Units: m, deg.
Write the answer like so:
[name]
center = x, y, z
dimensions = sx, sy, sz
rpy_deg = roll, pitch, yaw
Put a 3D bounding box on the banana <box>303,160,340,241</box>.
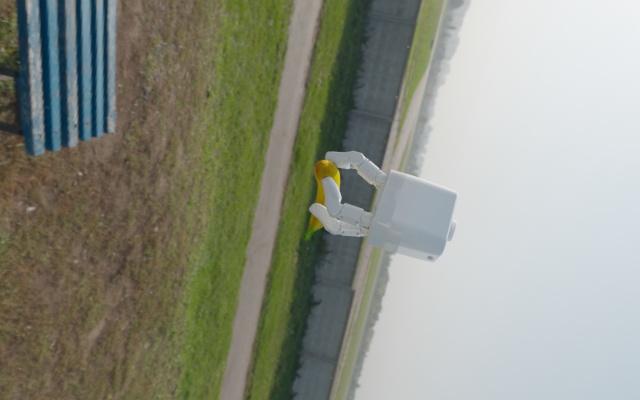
[banana]
center = 0.007, -0.008, 0.774
dimensions = 0.037, 0.069, 0.198
rpy_deg = 21, -38, 10
